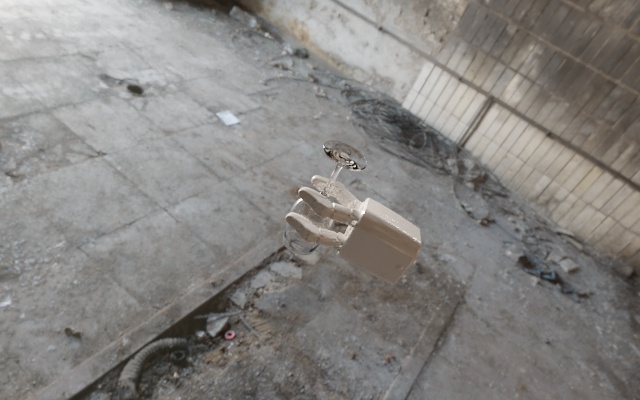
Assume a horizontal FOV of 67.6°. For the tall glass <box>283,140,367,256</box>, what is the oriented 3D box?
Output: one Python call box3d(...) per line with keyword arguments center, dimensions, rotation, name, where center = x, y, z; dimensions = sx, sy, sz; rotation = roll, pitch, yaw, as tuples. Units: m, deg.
box3d(center=(0.000, 0.002, 0.795), dimensions=(0.079, 0.201, 0.079), rotation=(19, 35, -14), name="tall glass")
